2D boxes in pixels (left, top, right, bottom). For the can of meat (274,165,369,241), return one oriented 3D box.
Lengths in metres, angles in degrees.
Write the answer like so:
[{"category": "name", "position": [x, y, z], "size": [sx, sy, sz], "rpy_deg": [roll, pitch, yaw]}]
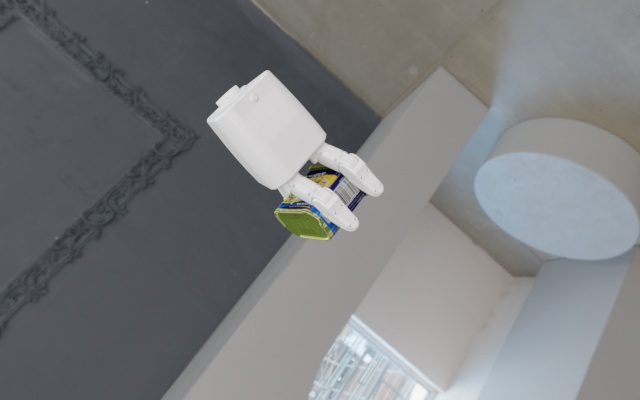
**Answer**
[{"category": "can of meat", "position": [0.000, 0.002, 0.607], "size": [0.084, 0.057, 0.102], "rpy_deg": [-50, 25, -24]}]
